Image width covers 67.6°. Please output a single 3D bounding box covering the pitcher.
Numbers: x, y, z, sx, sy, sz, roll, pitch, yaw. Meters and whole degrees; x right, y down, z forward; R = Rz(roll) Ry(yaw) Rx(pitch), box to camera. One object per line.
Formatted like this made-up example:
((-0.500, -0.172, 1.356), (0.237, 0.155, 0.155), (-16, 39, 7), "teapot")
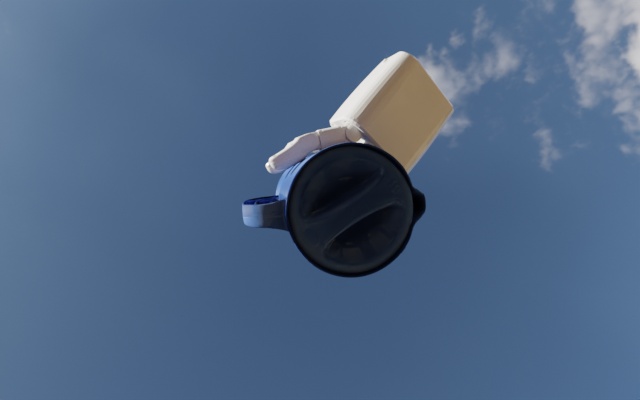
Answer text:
((0.000, 0.002, 0.575), (0.149, 0.145, 0.243), (40, -4, -11), "pitcher")
